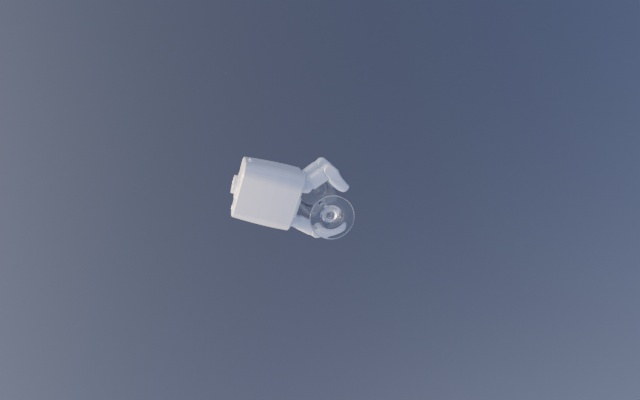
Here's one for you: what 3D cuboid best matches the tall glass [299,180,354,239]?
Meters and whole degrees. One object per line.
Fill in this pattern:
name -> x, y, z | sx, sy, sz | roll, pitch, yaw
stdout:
tall glass -> 0.000, 0.003, 0.866 | 0.079, 0.079, 0.201 | 0, 15, -11
